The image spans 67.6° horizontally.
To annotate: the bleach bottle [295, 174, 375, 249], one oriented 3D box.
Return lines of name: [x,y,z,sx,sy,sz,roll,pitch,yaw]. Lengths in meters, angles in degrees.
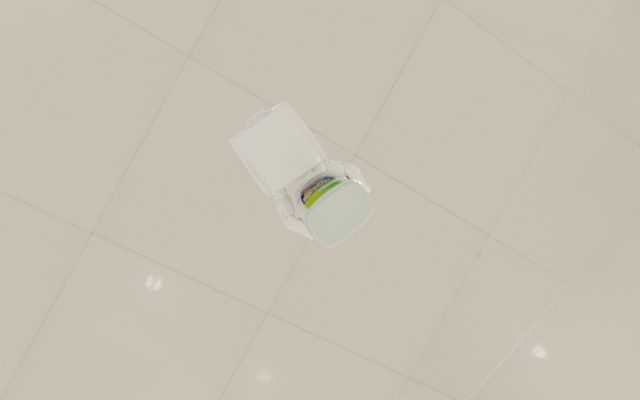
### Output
bleach bottle: [0.000,0.003,0.773,0.102,0.068,0.251,-38,15,-6]
